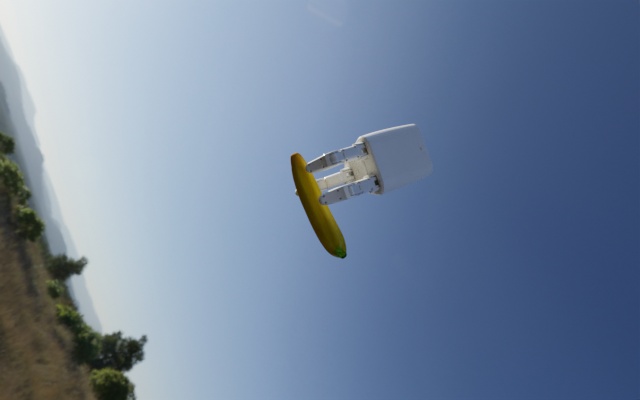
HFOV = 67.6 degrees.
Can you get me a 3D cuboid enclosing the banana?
[{"bbox_3d":[-0.001,0.015,0.758,0.037,0.197,0.070,-19,-26,-19],"label":"banana"}]
